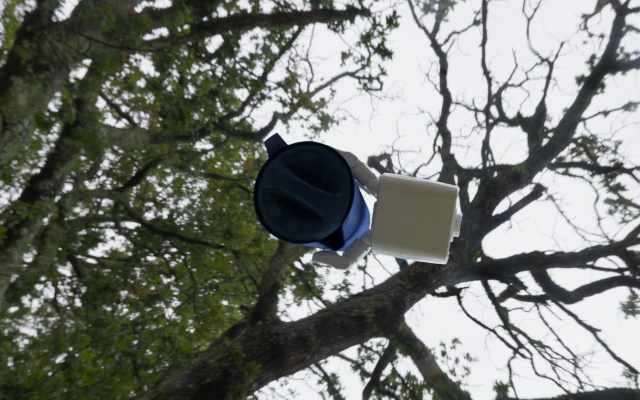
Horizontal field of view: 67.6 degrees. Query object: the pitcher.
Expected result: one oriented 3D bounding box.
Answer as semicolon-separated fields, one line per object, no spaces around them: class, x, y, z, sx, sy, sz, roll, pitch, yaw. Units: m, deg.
pitcher;0.000;0.002;0.707;0.145;0.149;0.243;9;-9;15
